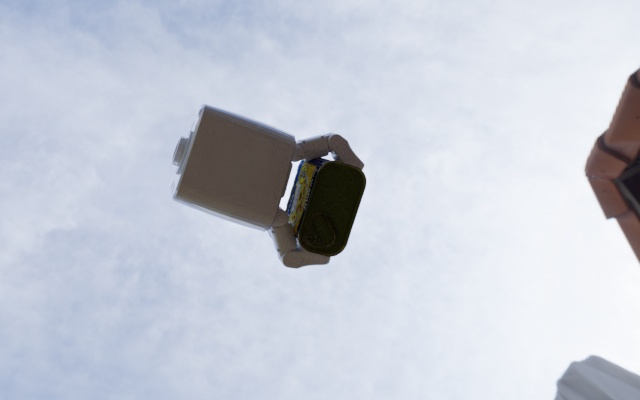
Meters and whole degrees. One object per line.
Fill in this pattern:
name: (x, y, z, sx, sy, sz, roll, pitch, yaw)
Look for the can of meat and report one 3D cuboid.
can of meat: (0.000, 0.002, 0.542, 0.057, 0.102, 0.084, 15, 6, -21)
